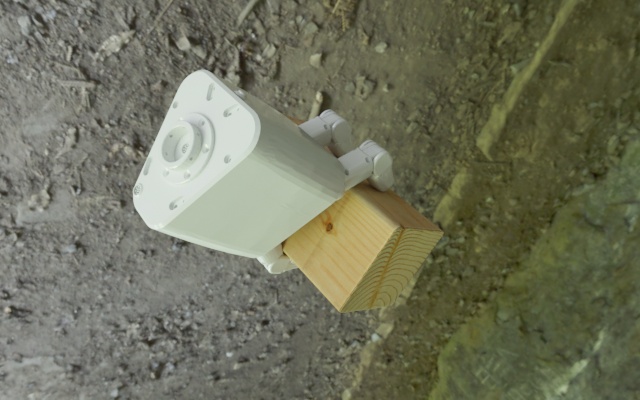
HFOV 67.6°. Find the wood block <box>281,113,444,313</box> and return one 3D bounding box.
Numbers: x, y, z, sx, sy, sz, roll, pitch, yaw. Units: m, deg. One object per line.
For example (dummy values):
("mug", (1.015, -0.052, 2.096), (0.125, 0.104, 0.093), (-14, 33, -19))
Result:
("wood block", (0.000, 0.002, 0.462), (0.090, 0.091, 0.206), (8, 28, -51))
